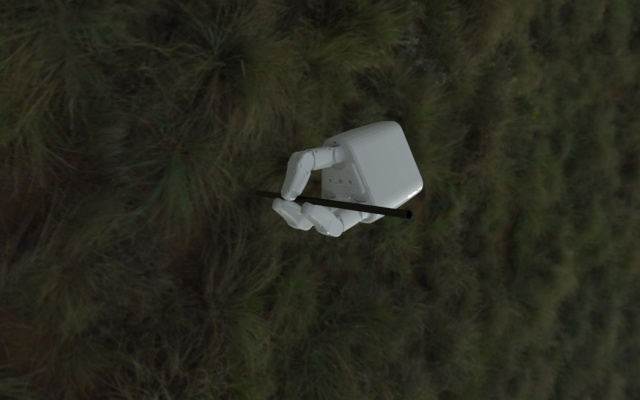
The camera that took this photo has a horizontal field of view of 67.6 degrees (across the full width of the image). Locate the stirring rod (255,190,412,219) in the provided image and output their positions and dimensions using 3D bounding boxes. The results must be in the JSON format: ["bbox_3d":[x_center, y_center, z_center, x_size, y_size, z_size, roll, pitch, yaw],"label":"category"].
[{"bbox_3d":[0.000,0.002,0.521,0.011,0.011,0.239,0,5,-42],"label":"stirring rod"}]
